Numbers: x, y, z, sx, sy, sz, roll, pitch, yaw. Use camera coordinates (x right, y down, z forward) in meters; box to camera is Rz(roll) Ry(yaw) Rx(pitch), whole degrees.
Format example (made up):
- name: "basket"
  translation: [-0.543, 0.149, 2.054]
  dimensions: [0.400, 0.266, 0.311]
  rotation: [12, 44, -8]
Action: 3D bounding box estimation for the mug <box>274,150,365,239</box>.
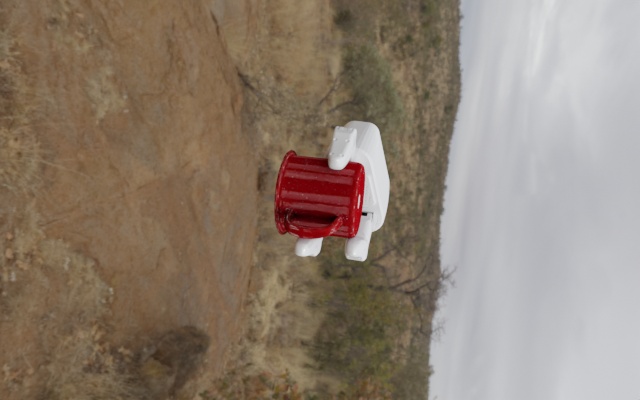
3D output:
- name: "mug"
  translation: [0.000, 0.002, 0.502]
  dimensions: [0.081, 0.093, 0.117]
  rotation: [7, 30, 11]
